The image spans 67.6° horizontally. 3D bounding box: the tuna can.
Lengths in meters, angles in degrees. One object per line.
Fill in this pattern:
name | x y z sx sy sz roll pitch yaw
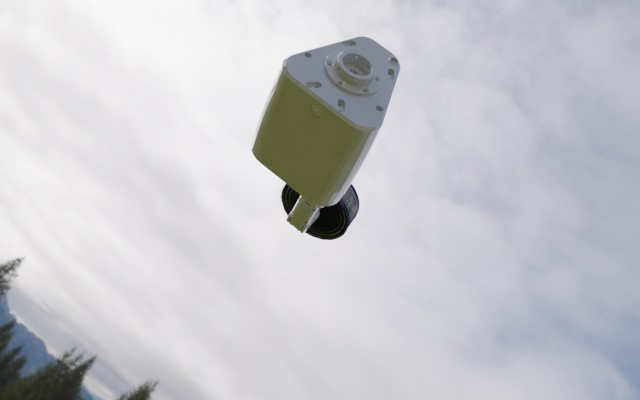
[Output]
tuna can | 0.000 0.001 0.540 0.086 0.086 0.033 0 36 37
